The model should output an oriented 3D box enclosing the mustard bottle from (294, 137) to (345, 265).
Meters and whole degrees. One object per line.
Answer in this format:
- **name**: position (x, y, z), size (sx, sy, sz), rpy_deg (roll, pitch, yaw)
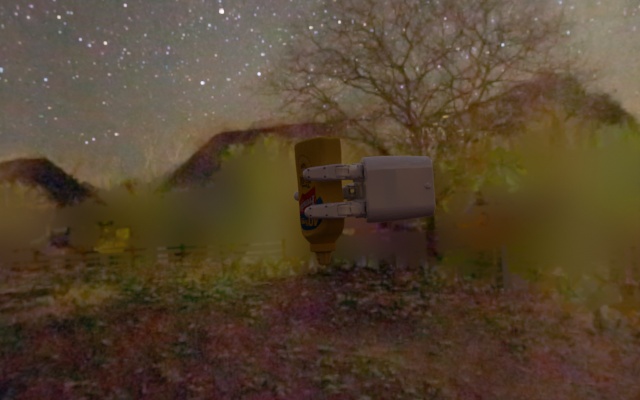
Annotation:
- **mustard bottle**: position (0.000, 0.002, 0.737), size (0.058, 0.191, 0.096), rpy_deg (-4, -1, -31)
